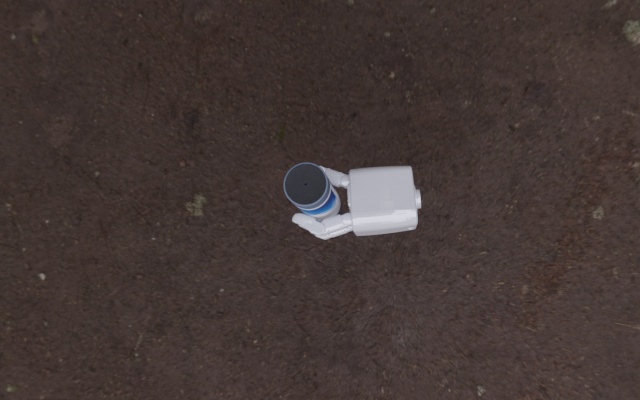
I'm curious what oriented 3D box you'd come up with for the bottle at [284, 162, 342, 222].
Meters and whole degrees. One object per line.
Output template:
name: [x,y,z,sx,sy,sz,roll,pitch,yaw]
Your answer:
bottle: [0.000,0.003,0.840,0.069,0.069,0.296,0,-10,9]
